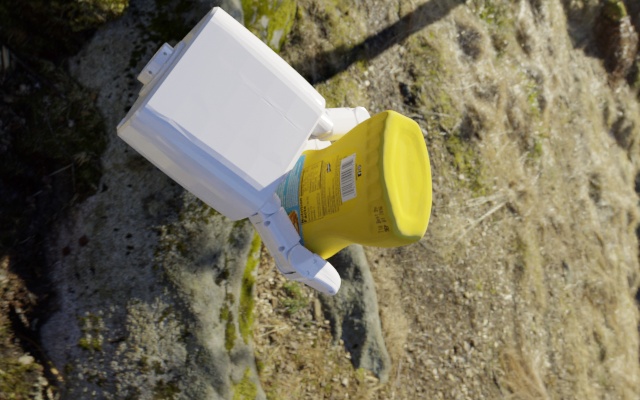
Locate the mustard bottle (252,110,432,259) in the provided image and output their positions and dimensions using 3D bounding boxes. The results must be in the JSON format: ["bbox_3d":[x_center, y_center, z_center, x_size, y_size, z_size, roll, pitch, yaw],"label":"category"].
[{"bbox_3d":[0.000,0.001,0.401,0.058,0.096,0.191,12,-21,-39],"label":"mustard bottle"}]
